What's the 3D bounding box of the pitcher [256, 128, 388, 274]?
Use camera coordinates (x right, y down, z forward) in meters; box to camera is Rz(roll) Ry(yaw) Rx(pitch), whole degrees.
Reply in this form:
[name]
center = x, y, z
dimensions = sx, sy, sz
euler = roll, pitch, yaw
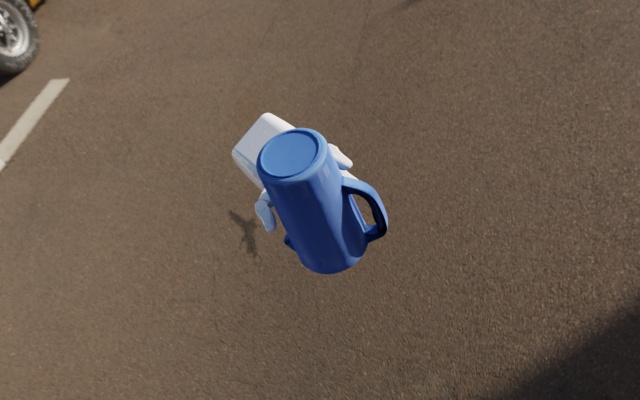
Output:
[pitcher]
center = 0.000, 0.002, 0.756
dimensions = 0.145, 0.149, 0.243
euler = 40, -16, 37
